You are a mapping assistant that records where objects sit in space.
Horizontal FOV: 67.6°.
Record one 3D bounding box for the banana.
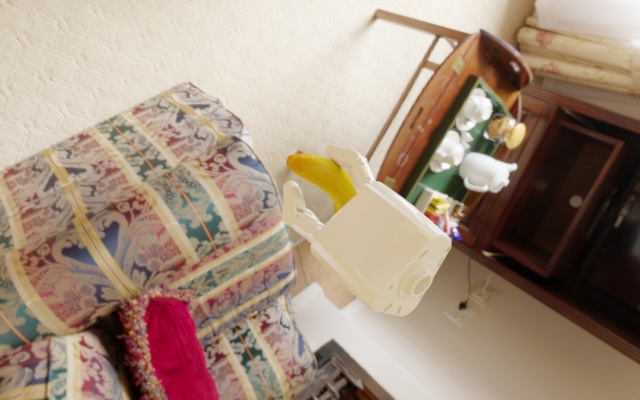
[{"bbox_3d":[0.016,-0.007,0.629,0.069,0.037,0.198,-36,-38,-8],"label":"banana"}]
